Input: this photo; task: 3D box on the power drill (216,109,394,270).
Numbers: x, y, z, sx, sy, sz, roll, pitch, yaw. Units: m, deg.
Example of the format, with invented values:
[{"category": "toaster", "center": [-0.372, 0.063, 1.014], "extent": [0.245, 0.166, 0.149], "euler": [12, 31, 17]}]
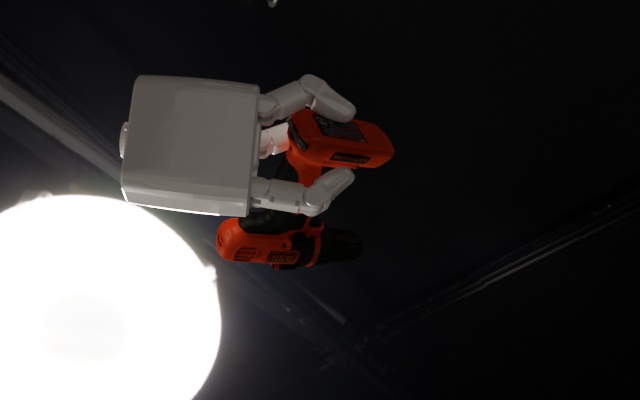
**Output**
[{"category": "power drill", "center": [0.000, 0.001, 0.512], "extent": [0.184, 0.188, 0.057], "euler": [5, 39, -33]}]
